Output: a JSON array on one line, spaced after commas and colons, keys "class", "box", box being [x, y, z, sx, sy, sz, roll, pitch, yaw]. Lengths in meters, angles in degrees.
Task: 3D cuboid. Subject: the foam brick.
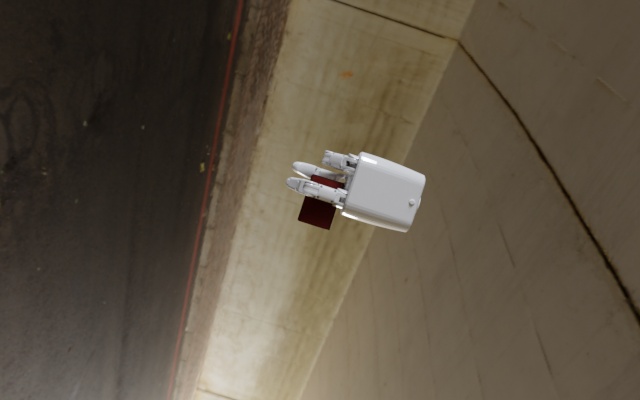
[{"class": "foam brick", "box": [0.000, 0.003, 0.748, 0.051, 0.078, 0.053, 18, 1, -4]}]
